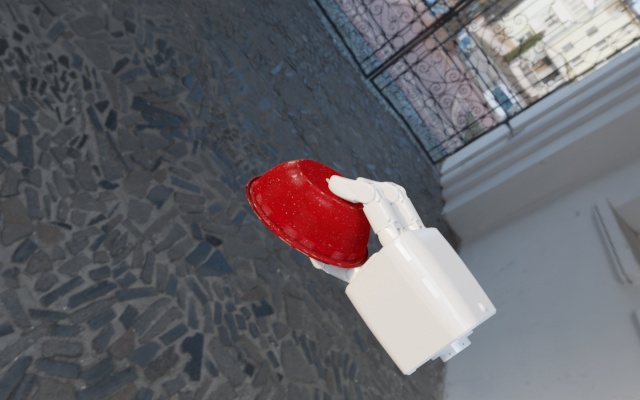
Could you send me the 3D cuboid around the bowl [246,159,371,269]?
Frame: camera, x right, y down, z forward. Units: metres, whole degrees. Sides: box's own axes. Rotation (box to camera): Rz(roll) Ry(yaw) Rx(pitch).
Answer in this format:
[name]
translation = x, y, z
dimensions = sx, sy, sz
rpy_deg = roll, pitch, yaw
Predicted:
[bowl]
translation = -0.001, 0.001, 0.538
dimensions = 0.162, 0.055, 0.162
rpy_deg = 29, 21, -12
